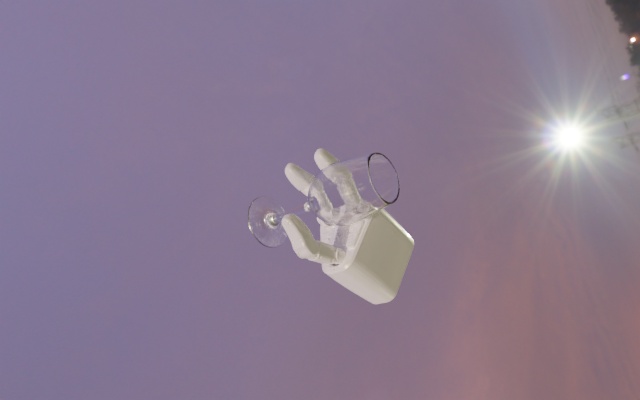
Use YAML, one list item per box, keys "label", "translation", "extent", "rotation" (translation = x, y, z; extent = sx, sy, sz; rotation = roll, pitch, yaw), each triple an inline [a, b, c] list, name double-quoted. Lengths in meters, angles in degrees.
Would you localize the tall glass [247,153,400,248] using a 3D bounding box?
- label: "tall glass"
  translation: [-0.001, 0.002, 0.605]
  extent: [0.201, 0.079, 0.079]
  rotation: [-21, -14, 39]
